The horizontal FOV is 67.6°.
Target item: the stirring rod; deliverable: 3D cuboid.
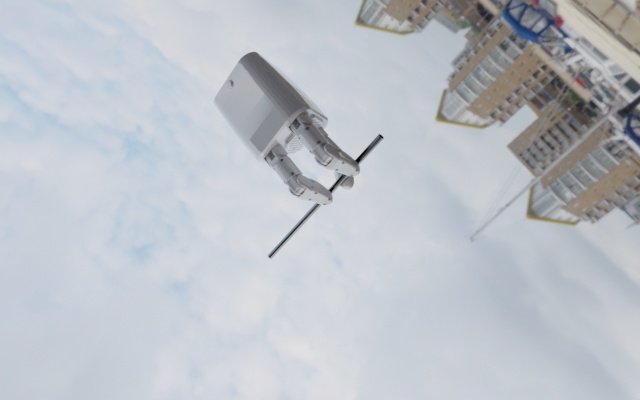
[{"bbox_3d":[0.000,0.002,0.620,0.011,0.011,0.240,0,-40,-51],"label":"stirring rod"}]
